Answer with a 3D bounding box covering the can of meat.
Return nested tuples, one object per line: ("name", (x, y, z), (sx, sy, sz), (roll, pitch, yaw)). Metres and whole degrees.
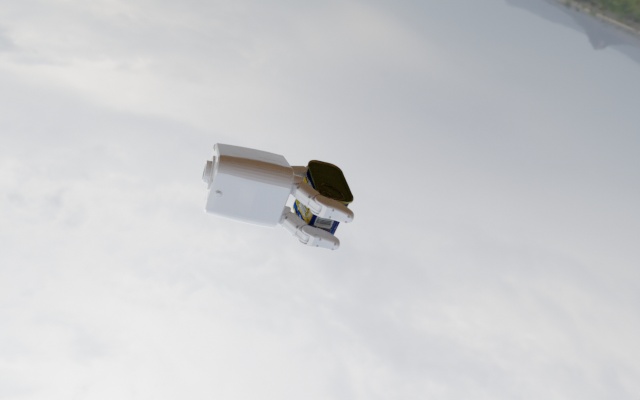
("can of meat", (0.000, 0.003, 0.717), (0.057, 0.084, 0.102), (10, 33, -22))
